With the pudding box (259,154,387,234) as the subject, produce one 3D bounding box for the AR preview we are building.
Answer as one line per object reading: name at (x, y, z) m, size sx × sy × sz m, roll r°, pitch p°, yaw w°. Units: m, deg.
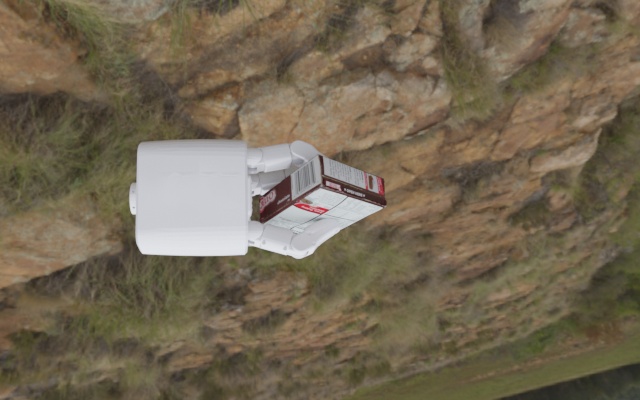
pudding box at (0.000, 0.002, 0.512) m, size 0.090 × 0.039 × 0.113 m, roll 16°, pitch -31°, yaw -35°
